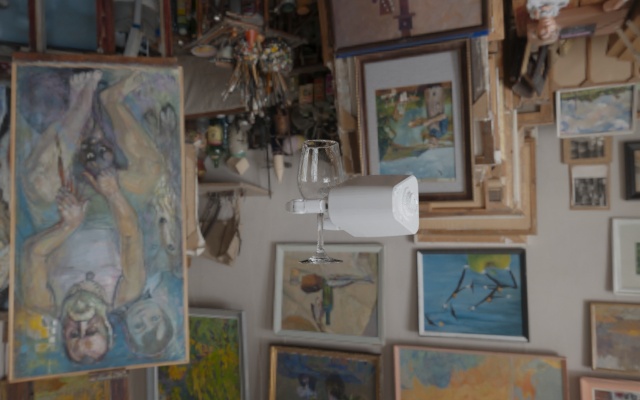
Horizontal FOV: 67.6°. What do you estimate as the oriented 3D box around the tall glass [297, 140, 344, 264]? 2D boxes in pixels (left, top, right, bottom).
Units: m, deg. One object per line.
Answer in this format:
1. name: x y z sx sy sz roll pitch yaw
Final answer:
1. tall glass: 0.000 0.003 0.796 0.079 0.201 0.079 -1 -3 0
